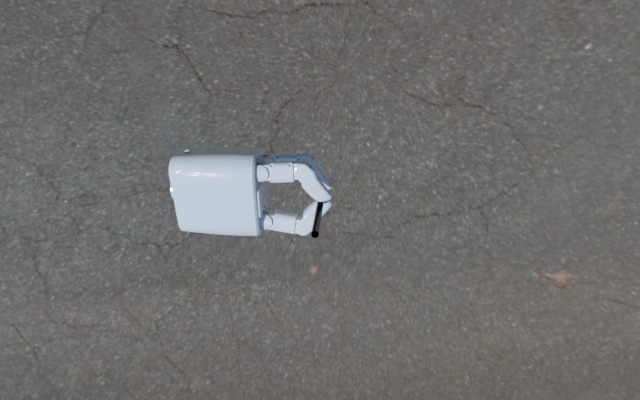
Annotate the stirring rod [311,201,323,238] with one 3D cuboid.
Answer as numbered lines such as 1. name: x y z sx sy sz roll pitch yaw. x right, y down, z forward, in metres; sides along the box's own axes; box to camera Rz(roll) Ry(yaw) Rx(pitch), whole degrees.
1. stirring rod: 0.000 0.002 0.596 0.011 0.011 0.239 0 16 3
